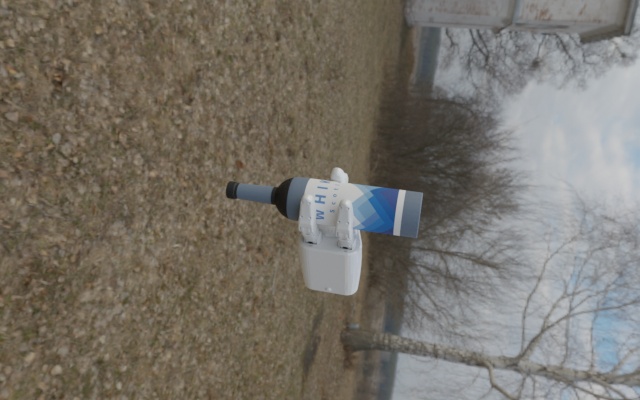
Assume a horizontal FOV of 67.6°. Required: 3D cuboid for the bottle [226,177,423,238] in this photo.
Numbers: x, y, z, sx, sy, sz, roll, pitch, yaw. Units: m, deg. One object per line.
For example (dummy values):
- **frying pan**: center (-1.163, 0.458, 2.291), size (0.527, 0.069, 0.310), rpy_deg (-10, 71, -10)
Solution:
- **bottle**: center (0.000, 0.002, 0.717), size (0.295, 0.069, 0.069), rpy_deg (8, 1, 11)
